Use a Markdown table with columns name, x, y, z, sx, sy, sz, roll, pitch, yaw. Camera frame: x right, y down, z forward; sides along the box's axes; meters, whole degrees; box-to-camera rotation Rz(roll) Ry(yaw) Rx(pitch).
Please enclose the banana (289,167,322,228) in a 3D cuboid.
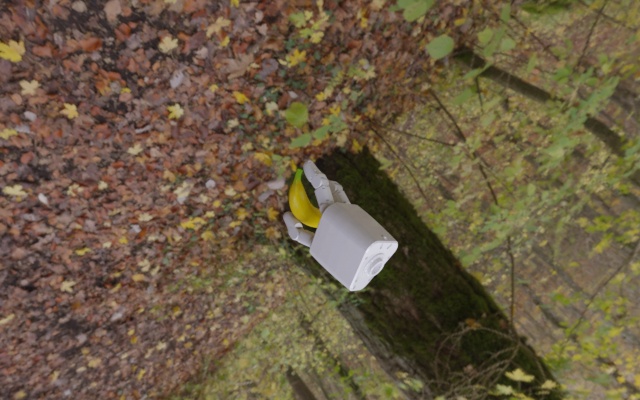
| name | x | y | z | sx | sy | sz | roll | pitch | yaw |
| --- | --- | --- | --- | --- | --- | --- | --- | --- | --- |
| banana | -0.014 | 0.015 | 0.895 | 0.037 | 0.069 | 0.198 | 40 | -6 | 34 |
